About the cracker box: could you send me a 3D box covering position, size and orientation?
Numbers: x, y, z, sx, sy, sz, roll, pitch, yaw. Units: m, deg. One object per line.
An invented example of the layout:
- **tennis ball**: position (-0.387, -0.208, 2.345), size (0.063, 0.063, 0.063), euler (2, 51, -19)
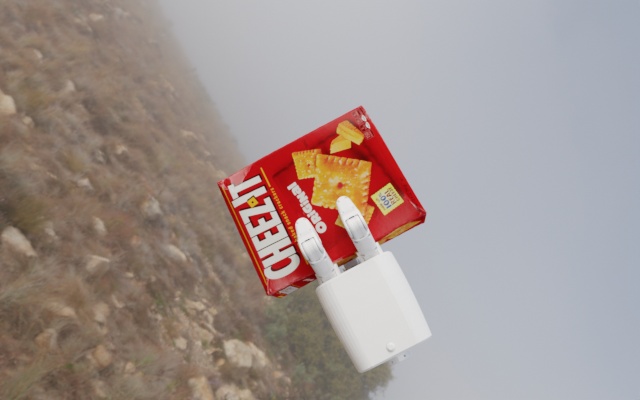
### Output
- **cracker box**: position (0.000, 0.002, 0.605), size (0.214, 0.164, 0.072), euler (-28, -16, 2)
